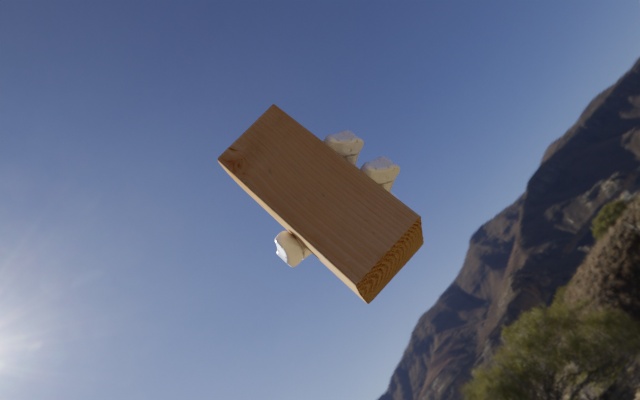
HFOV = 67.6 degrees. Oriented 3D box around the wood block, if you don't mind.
[{"bbox_3d":[0.000,0.002,0.511,0.206,0.091,0.090,40,-9,25],"label":"wood block"}]
